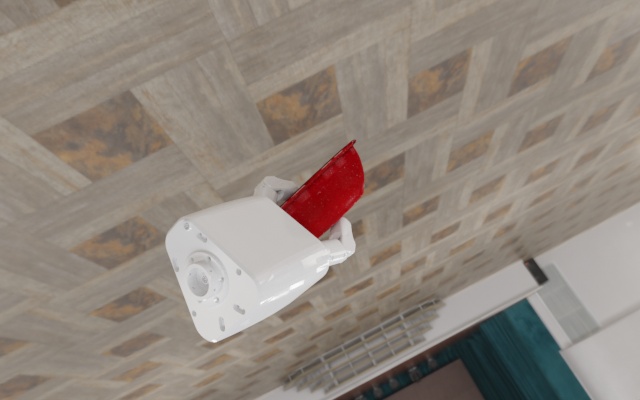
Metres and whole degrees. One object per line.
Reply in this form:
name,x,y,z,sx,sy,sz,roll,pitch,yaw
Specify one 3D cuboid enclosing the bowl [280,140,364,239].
bowl,0.001,0.002,0.569,0.162,0.055,0.162,-44,1,1
